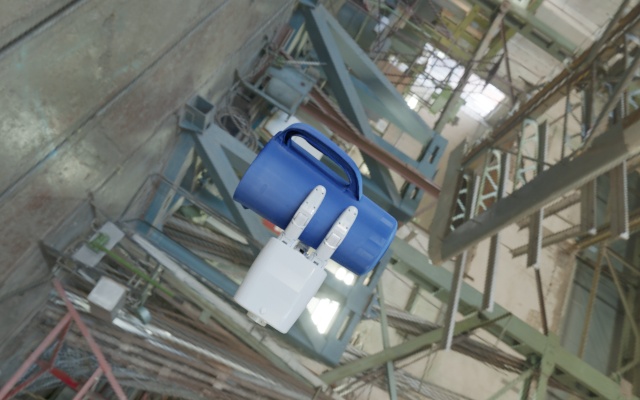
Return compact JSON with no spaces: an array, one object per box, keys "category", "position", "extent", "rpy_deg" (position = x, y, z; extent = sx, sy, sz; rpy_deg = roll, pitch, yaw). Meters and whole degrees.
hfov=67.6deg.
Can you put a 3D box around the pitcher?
[{"category":"pitcher","position":[0.000,0.003,0.744],"extent":[0.243,0.145,0.149],"rpy_deg":[34,-13,-1]}]
